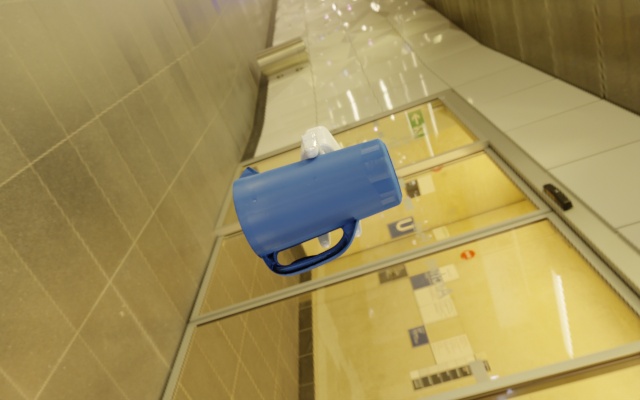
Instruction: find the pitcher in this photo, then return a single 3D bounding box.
[{"bbox_3d":[0.000,0.002,0.738,0.243,0.149,0.145,-19,27,7],"label":"pitcher"}]
